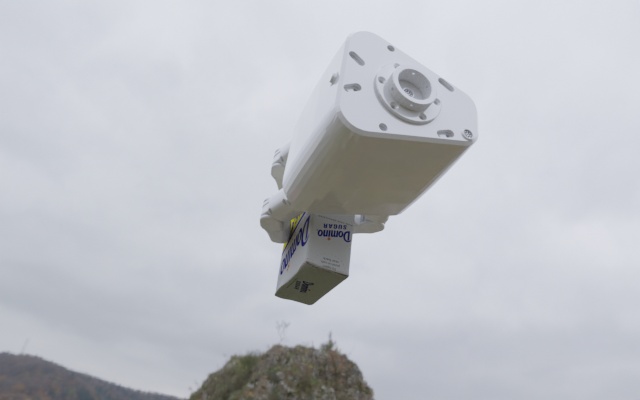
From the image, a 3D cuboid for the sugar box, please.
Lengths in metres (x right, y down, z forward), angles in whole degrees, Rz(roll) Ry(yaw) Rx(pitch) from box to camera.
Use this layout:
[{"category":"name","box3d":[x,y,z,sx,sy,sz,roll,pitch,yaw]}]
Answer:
[{"category":"sugar box","box3d":[0.000,0.001,0.459,0.048,0.176,0.093,19,-32,-13]}]
